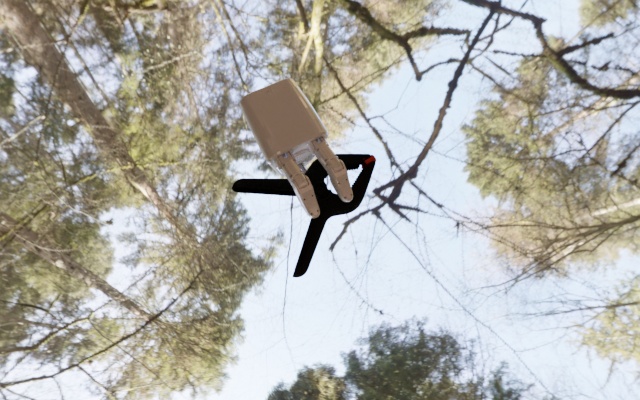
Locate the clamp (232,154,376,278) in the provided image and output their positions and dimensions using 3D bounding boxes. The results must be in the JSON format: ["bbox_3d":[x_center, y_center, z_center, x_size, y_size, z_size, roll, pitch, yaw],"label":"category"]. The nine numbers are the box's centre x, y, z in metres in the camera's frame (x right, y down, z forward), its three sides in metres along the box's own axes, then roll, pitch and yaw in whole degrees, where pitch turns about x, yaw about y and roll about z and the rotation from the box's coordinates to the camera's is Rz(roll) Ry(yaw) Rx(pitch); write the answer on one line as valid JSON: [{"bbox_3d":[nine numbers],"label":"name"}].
[{"bbox_3d":[0.000,0.002,0.695,0.210,0.164,0.036,-26,-11,-15],"label":"clamp"}]
